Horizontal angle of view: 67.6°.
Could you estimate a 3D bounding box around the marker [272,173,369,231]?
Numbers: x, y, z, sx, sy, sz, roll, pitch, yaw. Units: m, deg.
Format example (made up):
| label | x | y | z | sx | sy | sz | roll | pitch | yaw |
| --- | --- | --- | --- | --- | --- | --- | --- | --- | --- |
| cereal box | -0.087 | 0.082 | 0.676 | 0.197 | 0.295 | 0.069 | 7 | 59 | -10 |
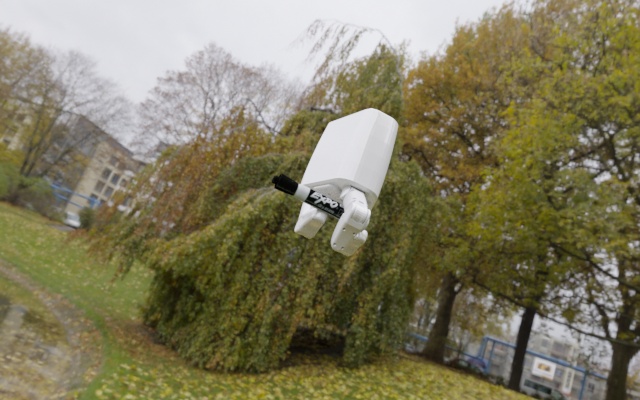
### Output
| label | x | y | z | sx | sy | sz | roll | pitch | yaw |
| --- | --- | --- | --- | --- | --- | --- | --- | --- | --- |
| marker | 0.000 | 0.002 | 0.543 | 0.121 | 0.020 | 0.020 | 26 | -7 | -14 |
